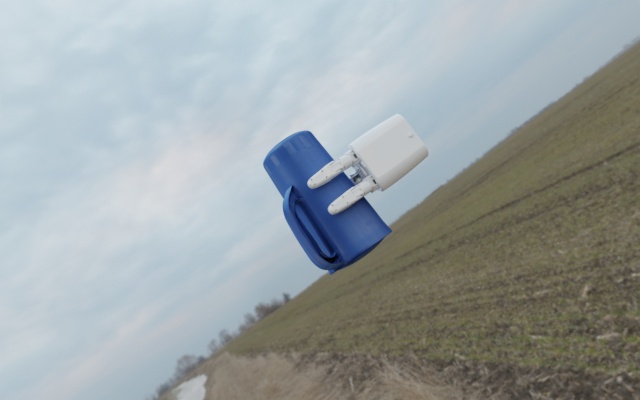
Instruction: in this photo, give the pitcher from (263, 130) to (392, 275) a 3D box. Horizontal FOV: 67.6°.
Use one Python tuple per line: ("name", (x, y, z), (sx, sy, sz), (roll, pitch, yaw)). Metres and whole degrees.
("pitcher", (0.000, 0.003, 0.838), (0.145, 0.243, 0.149), (-35, -7, -4))
